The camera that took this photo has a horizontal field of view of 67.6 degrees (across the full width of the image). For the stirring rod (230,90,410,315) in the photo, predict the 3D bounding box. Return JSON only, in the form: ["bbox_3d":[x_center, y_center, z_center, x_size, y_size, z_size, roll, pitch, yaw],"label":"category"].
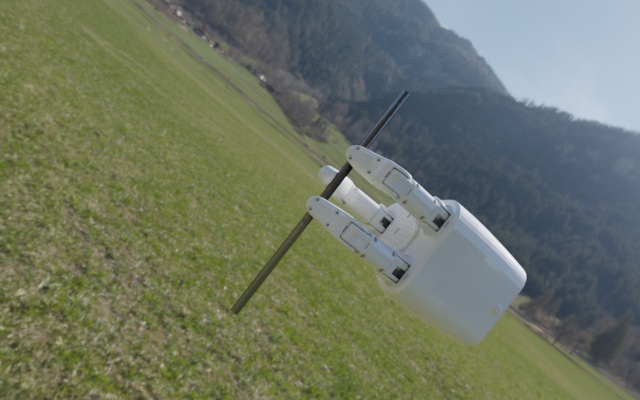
[{"bbox_3d":[0.000,0.001,0.412,0.011,0.239,0.011,38,-1,1],"label":"stirring rod"}]
